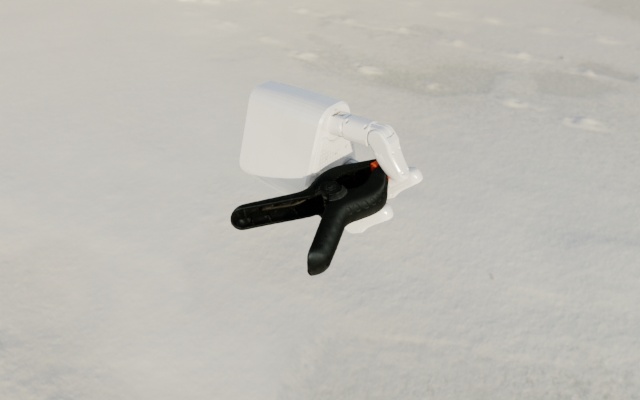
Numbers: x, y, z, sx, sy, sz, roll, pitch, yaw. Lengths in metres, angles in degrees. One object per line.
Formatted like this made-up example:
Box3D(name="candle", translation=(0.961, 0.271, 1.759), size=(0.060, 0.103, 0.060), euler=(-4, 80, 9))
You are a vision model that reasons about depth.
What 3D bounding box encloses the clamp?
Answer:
Box3D(name="clamp", translation=(0.000, 0.001, 0.468), size=(0.120, 0.039, 0.171), euler=(24, 41, 29))
